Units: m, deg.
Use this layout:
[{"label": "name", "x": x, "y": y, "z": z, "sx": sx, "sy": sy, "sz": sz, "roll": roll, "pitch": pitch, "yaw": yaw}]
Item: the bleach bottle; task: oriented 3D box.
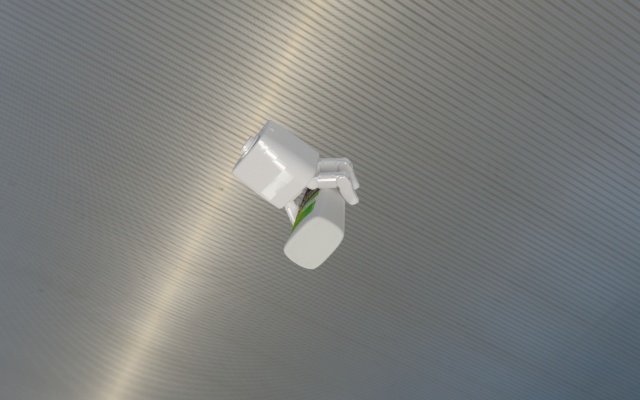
[{"label": "bleach bottle", "x": 0.000, "y": 0.003, "z": 0.835, "sx": 0.068, "sy": 0.103, "sz": 0.250, "roll": 34, "pitch": 28, "yaw": -15}]
